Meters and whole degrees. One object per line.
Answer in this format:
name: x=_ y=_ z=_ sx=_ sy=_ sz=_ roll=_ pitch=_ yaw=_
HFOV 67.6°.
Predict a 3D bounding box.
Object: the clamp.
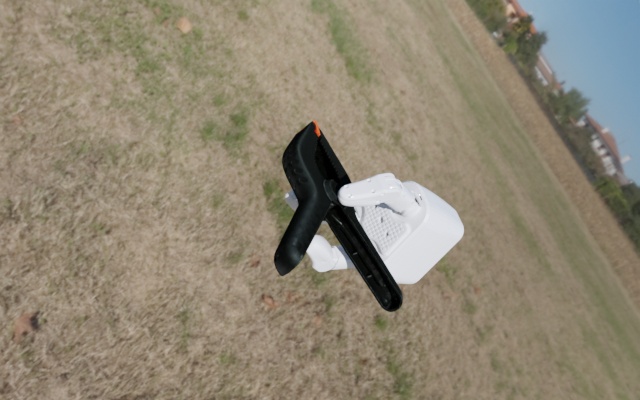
clamp: x=0.001 y=0.001 z=0.460 sx=0.036 sy=0.209 sz=0.164 roll=-34 pitch=-33 yaw=26
